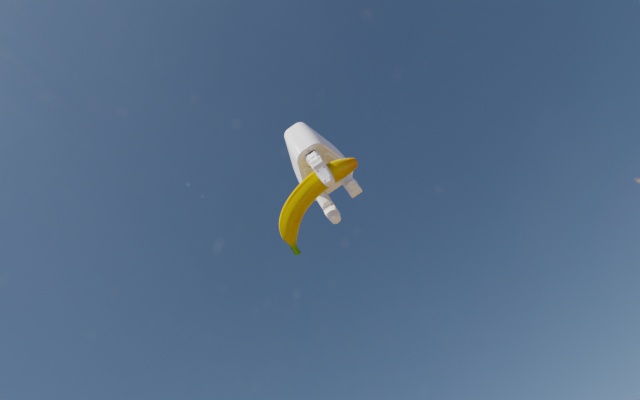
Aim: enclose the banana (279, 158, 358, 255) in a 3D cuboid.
[{"bbox_3d":[-0.016,-0.002,0.810,0.070,0.198,0.037,27,14,-28],"label":"banana"}]
